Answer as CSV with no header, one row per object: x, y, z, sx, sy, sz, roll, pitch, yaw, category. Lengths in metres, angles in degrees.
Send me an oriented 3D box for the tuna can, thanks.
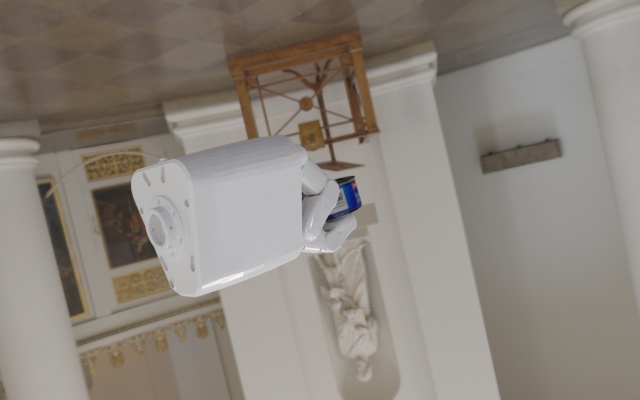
0.000,0.002,0.510,0.086,0.034,0.086,-17,6,2,tuna can
